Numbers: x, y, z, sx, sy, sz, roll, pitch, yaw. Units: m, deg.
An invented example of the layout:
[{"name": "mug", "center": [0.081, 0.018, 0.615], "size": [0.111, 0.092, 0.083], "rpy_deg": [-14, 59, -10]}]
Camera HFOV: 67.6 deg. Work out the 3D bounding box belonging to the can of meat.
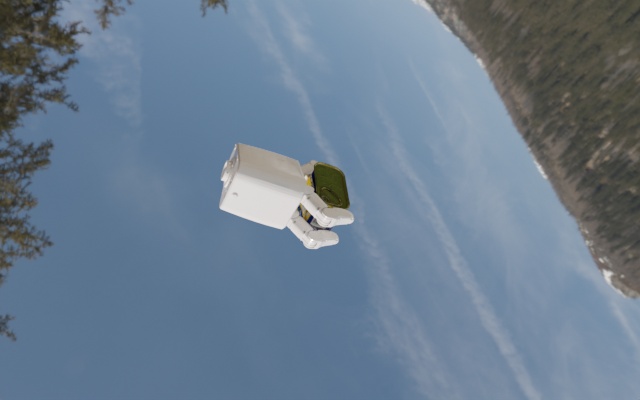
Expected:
[{"name": "can of meat", "center": [0.000, 0.003, 0.784], "size": [0.057, 0.102, 0.084], "rpy_deg": [16, -50, -21]}]
